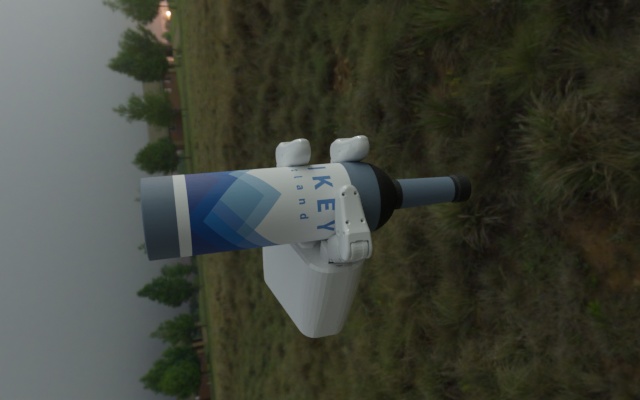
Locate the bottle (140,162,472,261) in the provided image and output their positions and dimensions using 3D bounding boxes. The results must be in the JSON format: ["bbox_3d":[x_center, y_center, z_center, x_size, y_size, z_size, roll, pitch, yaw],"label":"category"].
[{"bbox_3d":[0.000,0.001,0.423,0.296,0.069,0.069,-6,2,-17],"label":"bottle"}]
